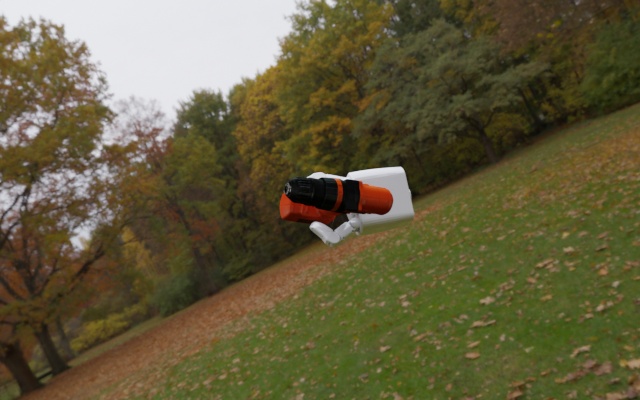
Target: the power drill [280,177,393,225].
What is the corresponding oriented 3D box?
[{"bbox_3d":[0.000,0.003,0.801,0.184,0.057,0.187,9,-10,-26],"label":"power drill"}]
